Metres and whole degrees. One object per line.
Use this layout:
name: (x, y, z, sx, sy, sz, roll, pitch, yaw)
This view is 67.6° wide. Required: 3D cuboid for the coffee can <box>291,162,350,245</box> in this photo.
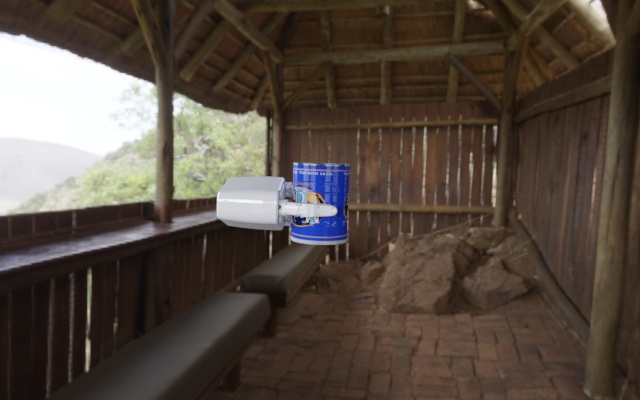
coffee can: (0.000, 0.003, 0.862, 0.103, 0.140, 0.103, 2, 5, 0)
